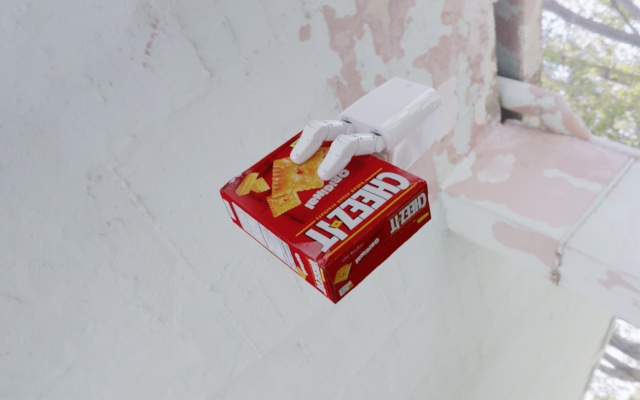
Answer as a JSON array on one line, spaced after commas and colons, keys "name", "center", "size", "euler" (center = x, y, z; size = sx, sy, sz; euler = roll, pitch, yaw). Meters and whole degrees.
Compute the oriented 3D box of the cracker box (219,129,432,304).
[{"name": "cracker box", "center": [0.000, 0.002, 0.591], "size": [0.164, 0.072, 0.213], "euler": [-38, 45, -22]}]
